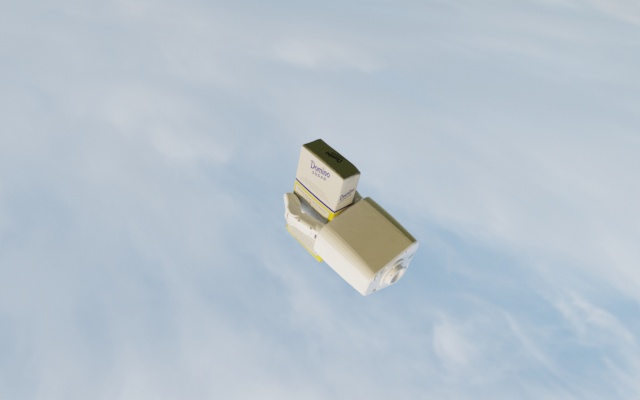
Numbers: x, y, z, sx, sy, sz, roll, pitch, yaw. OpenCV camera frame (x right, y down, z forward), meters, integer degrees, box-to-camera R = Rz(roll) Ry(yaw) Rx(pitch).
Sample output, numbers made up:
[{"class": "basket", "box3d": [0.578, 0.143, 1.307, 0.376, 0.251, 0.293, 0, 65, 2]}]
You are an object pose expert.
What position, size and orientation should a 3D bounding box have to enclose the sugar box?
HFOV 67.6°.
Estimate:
[{"class": "sugar box", "box3d": [0.001, 0.002, 0.740, 0.048, 0.176, 0.093, -24, 54, -38]}]
